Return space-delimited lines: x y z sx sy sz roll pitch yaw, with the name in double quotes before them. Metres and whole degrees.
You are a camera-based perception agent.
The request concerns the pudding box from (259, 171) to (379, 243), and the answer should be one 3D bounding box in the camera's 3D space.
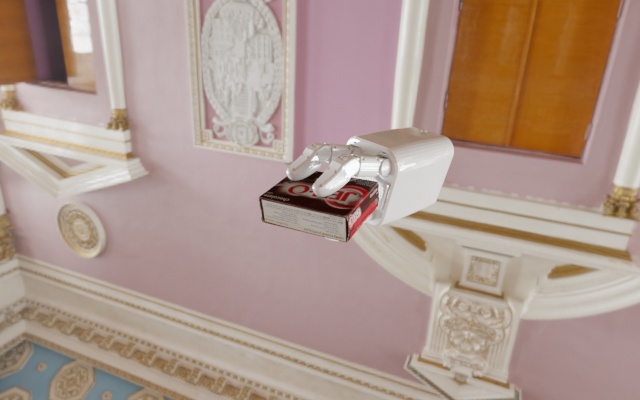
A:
"pudding box" 0.000 0.002 0.553 0.113 0.039 0.090 10 29 26
